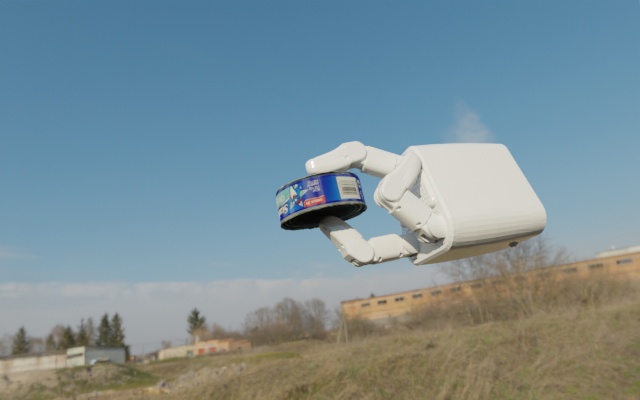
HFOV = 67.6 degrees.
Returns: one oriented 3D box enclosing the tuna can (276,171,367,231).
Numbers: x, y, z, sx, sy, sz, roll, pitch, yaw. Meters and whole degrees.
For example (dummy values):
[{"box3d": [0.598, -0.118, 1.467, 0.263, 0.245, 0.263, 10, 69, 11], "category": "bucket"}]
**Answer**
[{"box3d": [0.000, 0.001, 0.465, 0.086, 0.033, 0.086, -12, -14, -3], "category": "tuna can"}]
